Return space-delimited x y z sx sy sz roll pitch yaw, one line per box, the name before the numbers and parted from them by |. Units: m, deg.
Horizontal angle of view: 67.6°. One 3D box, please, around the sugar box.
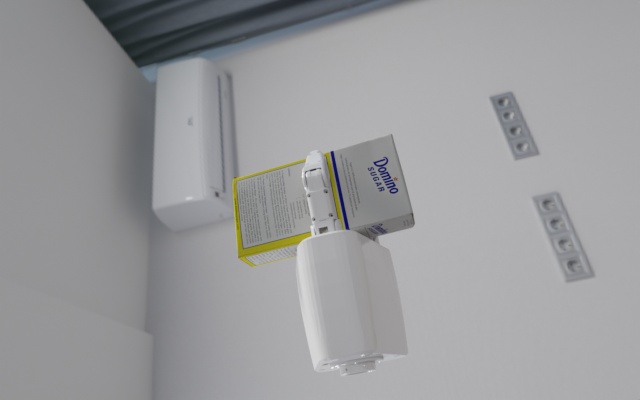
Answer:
sugar box | 0.000 0.002 0.490 0.176 0.093 0.048 -13 -25 8
